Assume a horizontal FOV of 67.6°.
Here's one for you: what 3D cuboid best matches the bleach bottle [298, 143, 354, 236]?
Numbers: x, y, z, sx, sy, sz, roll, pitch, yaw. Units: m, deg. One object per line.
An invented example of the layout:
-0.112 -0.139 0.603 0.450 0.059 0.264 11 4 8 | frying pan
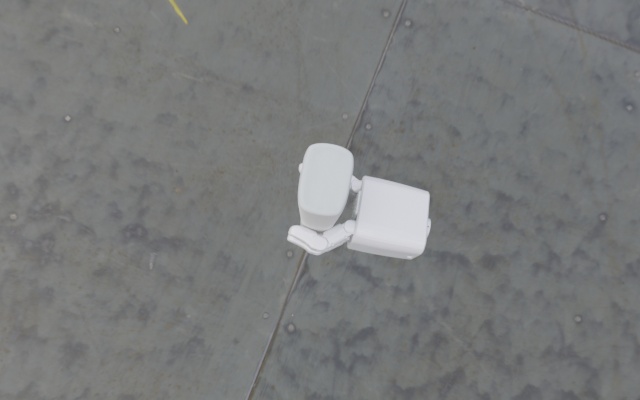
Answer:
0.000 0.002 0.738 0.068 0.102 0.251 11 -14 0 | bleach bottle
